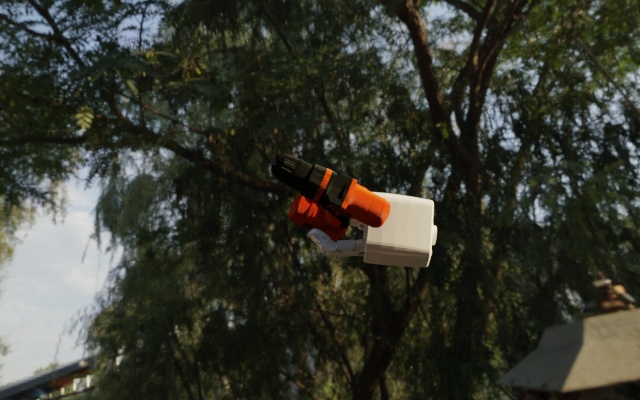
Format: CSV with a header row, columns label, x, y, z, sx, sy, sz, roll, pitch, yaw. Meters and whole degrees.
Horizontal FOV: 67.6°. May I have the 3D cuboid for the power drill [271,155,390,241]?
label,x,y,z,sx,sy,sz,roll,pitch,yaw
power drill,0.000,0.003,0.752,0.184,0.057,0.188,27,-17,-4
